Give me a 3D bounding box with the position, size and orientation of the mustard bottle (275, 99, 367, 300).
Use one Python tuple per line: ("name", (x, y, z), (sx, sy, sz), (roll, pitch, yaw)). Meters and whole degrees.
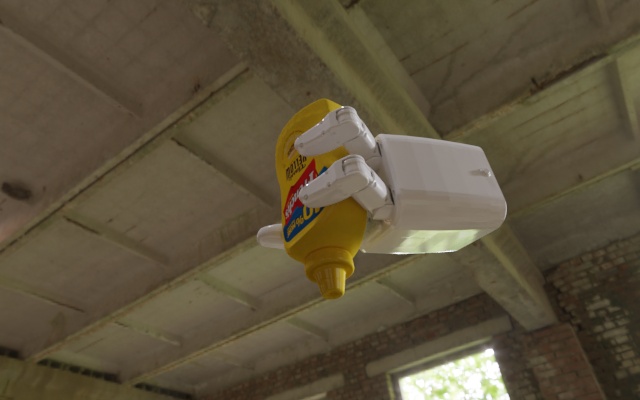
("mustard bottle", (0.000, 0.001, 0.441), (0.058, 0.191, 0.096), (21, -46, -32))
